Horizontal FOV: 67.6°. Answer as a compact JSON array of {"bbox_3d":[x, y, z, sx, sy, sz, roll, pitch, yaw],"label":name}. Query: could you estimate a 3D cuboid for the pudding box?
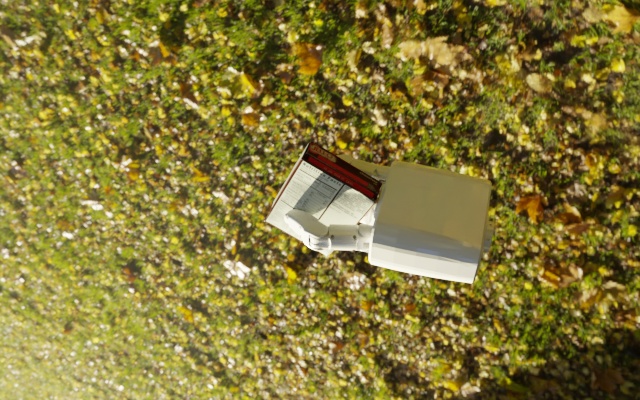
[{"bbox_3d":[0.000,0.002,0.524,0.090,0.113,0.039,31,41,-6],"label":"pudding box"}]
